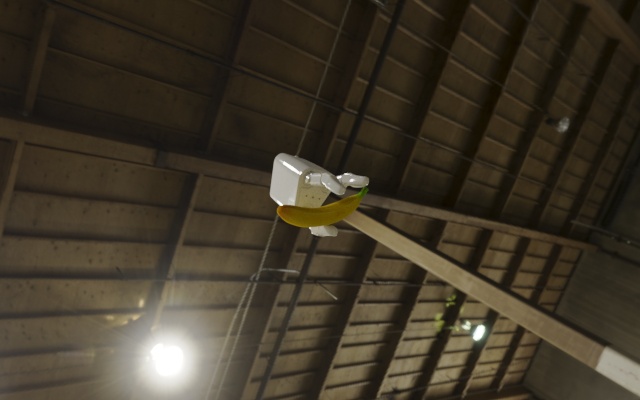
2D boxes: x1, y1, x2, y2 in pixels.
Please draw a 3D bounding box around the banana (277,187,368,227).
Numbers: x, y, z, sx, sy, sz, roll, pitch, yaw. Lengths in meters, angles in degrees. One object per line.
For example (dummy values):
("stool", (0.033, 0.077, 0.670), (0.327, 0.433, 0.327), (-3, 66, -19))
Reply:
("banana", (0.001, 0.018, 0.894), (0.198, 0.070, 0.037), (-15, 35, -32))
